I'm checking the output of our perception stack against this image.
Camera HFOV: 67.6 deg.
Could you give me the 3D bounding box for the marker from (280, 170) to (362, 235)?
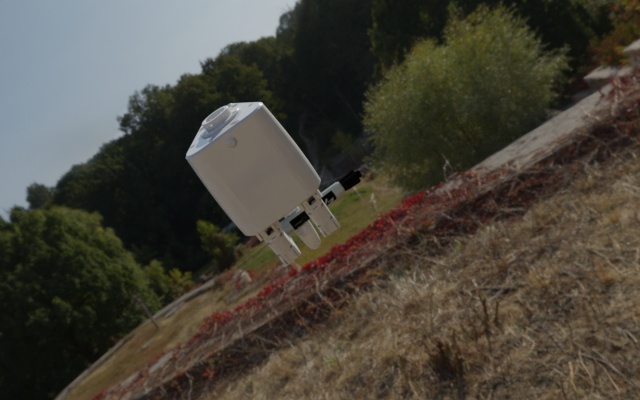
[{"bbox_3d":[0.000,0.002,0.583,0.121,0.020,0.020,-36,1,-2],"label":"marker"}]
